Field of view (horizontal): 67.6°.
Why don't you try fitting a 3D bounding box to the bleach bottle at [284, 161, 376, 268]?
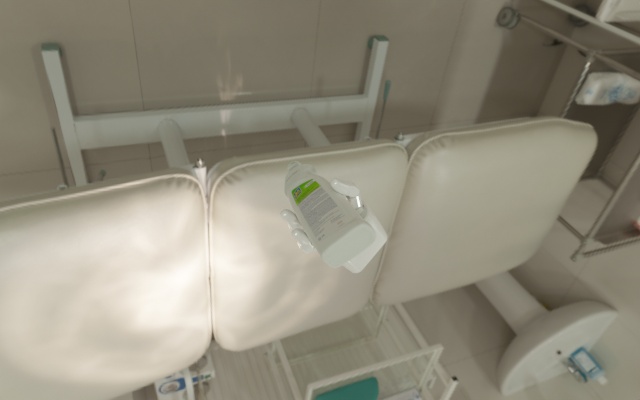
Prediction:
[{"bbox_3d":[0.000,0.003,0.876,0.102,0.250,0.068,-36,-44,4],"label":"bleach bottle"}]
